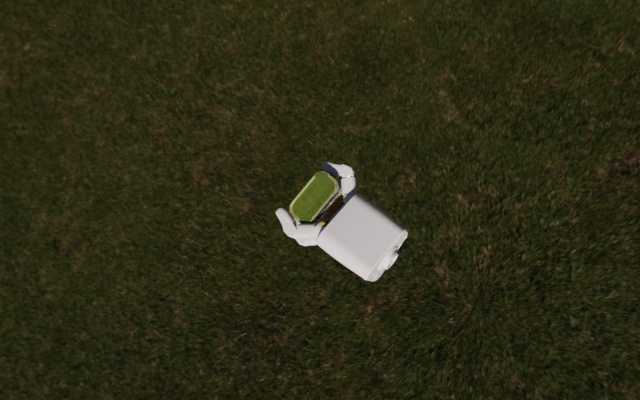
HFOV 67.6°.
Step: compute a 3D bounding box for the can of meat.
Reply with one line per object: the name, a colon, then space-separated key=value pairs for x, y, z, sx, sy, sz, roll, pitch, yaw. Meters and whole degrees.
can of meat: x=0.000 y=0.003 z=0.847 sx=0.057 sy=0.102 sz=0.084 roll=40 pitch=2 yaw=21
